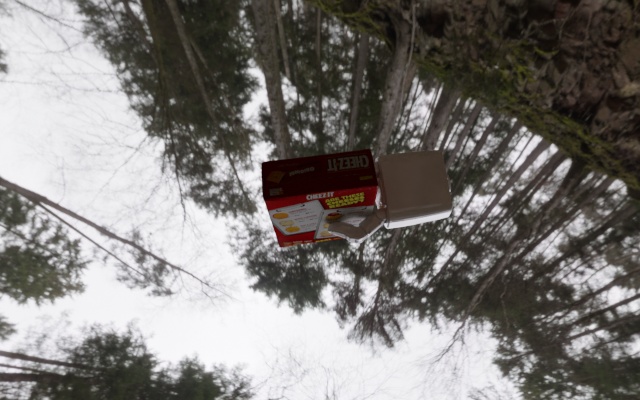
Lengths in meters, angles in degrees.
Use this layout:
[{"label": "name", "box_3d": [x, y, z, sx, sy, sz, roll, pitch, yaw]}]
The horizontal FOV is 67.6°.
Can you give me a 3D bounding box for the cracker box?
[{"label": "cracker box", "box_3d": [0.000, 0.003, 0.771, 0.164, 0.072, 0.214, -8, -24, -2]}]
